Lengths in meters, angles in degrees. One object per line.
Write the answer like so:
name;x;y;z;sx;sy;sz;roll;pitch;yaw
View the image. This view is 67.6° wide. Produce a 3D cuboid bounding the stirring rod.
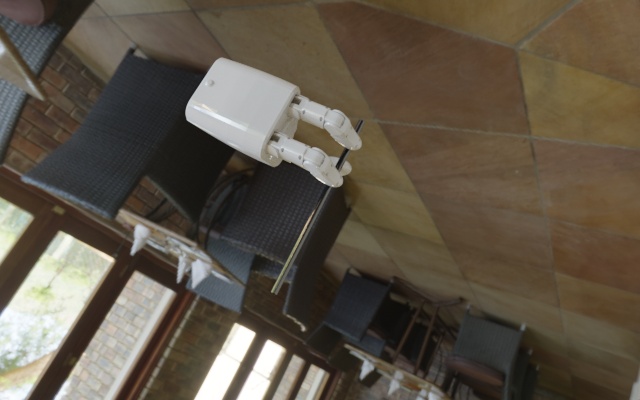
stirring rod;0.000;0.002;0.568;0.011;0.239;0.011;24;-18;9
